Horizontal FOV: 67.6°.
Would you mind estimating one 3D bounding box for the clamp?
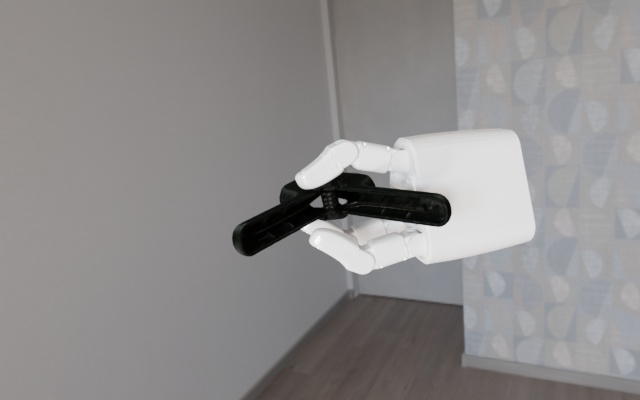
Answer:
[{"bbox_3d":[0.000,0.000,0.437,0.164,0.036,0.210,-9,13,-10],"label":"clamp"}]
